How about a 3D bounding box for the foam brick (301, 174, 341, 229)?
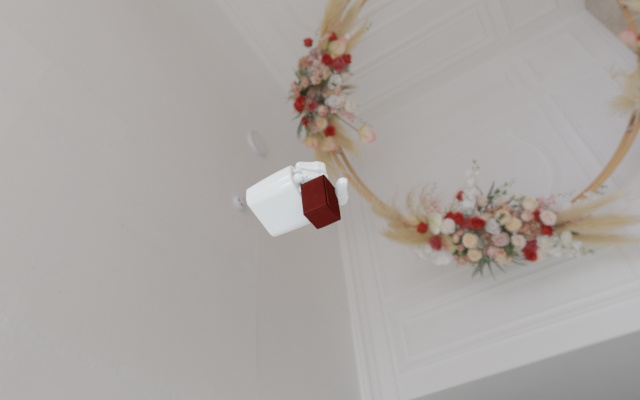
[{"bbox_3d":[0.000,0.003,0.873,0.051,0.078,0.053,-24,-46,17],"label":"foam brick"}]
